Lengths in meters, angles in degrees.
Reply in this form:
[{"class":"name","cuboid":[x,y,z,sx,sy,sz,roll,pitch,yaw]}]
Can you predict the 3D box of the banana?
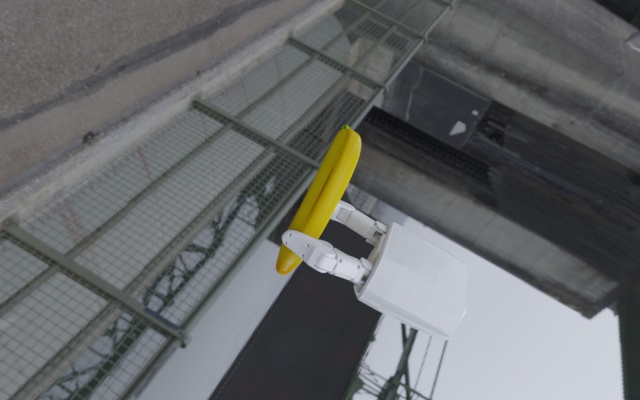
[{"class":"banana","cuboid":[0.003,-0.004,0.539,0.037,0.197,0.069,26,-11,0]}]
